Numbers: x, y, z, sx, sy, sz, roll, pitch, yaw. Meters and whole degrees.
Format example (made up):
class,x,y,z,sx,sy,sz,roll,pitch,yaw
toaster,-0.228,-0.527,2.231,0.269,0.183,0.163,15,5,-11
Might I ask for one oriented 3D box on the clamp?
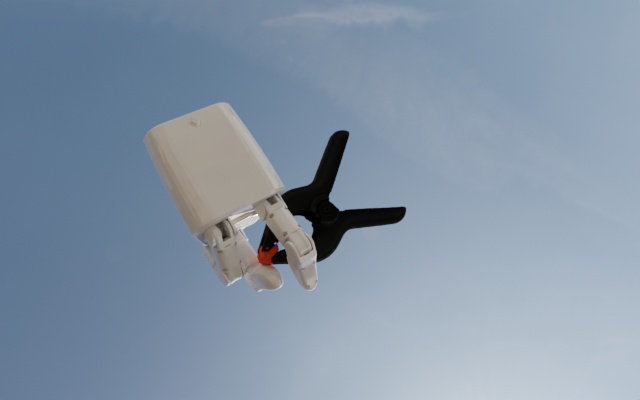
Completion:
class,x,y,z,sx,sy,sz,roll,pitch,yaw
clamp,0.000,0.002,0.500,0.171,0.120,0.039,-28,-9,-27
